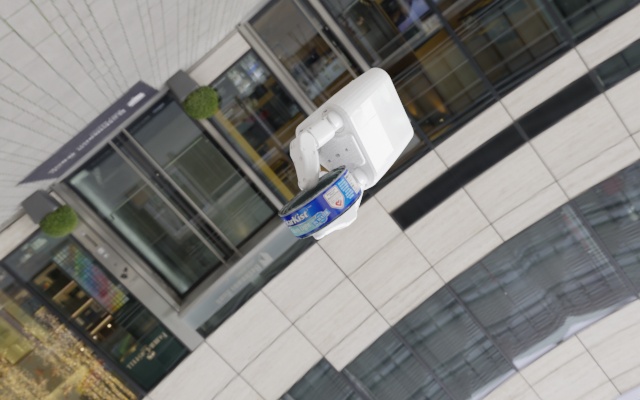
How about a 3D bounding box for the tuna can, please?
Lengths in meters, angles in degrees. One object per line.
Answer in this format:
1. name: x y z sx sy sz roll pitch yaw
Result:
1. tuna can: 0.000 0.002 0.495 0.086 0.034 0.086 -35 9 7
